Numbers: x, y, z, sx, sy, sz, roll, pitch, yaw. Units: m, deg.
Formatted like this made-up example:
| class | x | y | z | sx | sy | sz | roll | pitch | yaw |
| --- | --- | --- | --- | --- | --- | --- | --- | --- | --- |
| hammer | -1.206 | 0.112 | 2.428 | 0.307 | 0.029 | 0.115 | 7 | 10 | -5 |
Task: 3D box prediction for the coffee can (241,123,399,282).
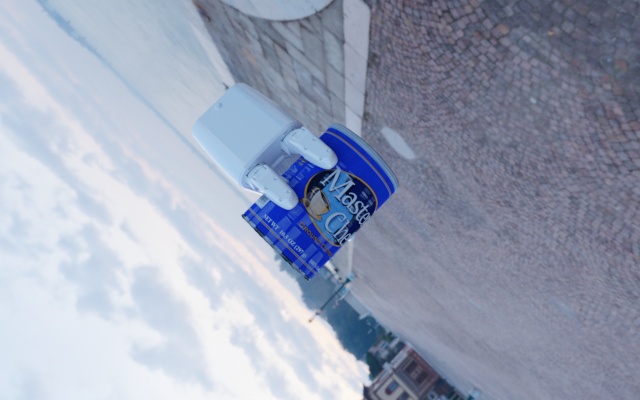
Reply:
| class | x | y | z | sx | sy | sz | roll | pitch | yaw |
| --- | --- | --- | --- | --- | --- | --- | --- | --- | --- |
| coffee can | 0.000 | 0.002 | 0.516 | 0.103 | 0.140 | 0.103 | 44 | -6 | 6 |
